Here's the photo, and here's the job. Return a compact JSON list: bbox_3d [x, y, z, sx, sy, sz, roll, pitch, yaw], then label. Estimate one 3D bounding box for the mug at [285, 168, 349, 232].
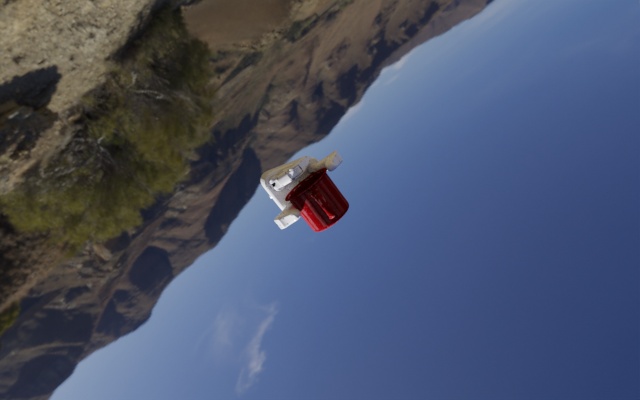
[{"bbox_3d":[0.001,0.003,0.842,0.093,0.081,0.117,-39,13,-6],"label":"mug"}]
